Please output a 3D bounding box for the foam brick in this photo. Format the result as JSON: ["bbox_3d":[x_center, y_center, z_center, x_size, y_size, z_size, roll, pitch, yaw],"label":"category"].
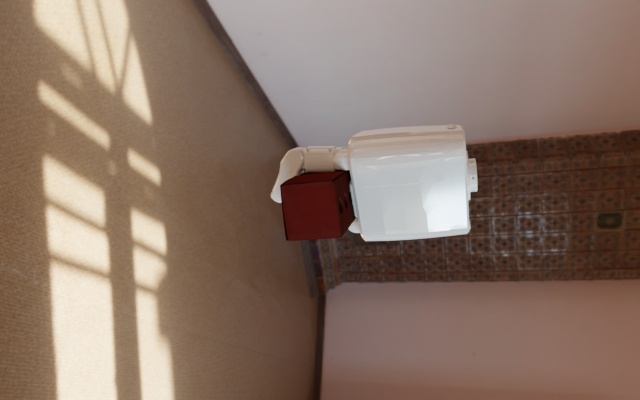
[{"bbox_3d":[0.000,0.002,0.450,0.051,0.053,0.078,-3,12,15],"label":"foam brick"}]
